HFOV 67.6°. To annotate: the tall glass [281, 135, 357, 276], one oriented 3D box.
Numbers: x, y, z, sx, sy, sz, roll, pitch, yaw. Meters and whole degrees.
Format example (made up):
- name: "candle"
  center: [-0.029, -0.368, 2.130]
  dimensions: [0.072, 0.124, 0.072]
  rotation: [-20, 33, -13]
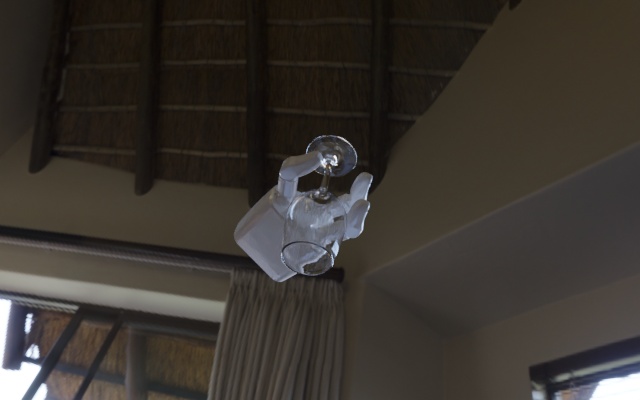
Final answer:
- name: "tall glass"
  center: [0.000, 0.001, 0.624]
  dimensions: [0.079, 0.079, 0.201]
  rotation: [0, 42, 12]
